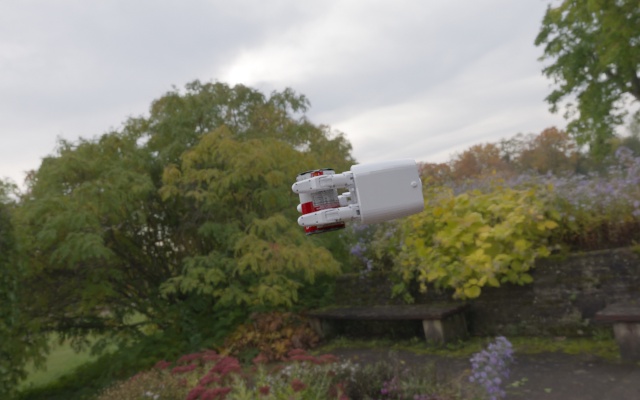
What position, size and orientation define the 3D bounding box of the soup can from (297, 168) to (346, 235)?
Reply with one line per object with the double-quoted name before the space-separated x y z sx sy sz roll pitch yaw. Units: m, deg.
"soup can" 0.000 0.002 0.806 0.068 0.102 0.068 -10 -5 -1
